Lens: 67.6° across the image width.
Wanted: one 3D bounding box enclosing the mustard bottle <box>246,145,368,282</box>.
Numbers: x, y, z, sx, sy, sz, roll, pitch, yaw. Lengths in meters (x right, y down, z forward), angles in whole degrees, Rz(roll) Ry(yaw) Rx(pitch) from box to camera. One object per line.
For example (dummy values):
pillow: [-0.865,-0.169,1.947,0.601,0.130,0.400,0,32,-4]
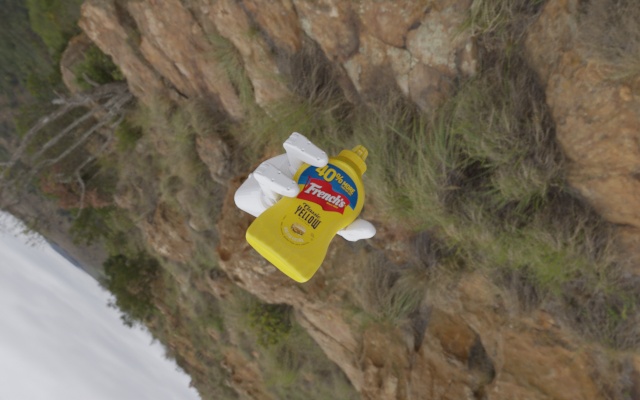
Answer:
mustard bottle: [0.000,0.002,0.606,0.096,0.191,0.058,38,-20,2]
